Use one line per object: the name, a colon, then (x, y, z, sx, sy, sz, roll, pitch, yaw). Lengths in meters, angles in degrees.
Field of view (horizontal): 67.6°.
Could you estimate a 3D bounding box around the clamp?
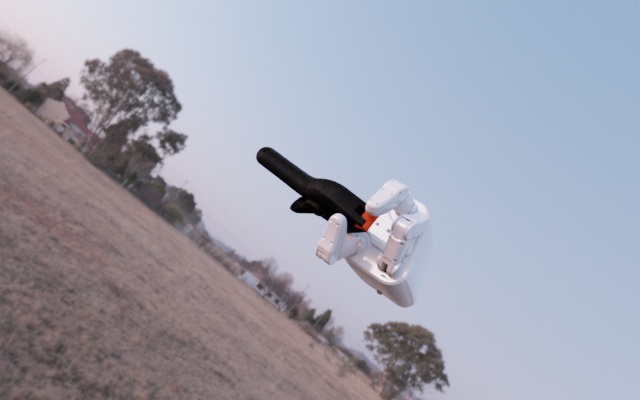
clamp: (0.001, 0.001, 0.590, 0.171, 0.039, 0.120, 31, -14, 32)
